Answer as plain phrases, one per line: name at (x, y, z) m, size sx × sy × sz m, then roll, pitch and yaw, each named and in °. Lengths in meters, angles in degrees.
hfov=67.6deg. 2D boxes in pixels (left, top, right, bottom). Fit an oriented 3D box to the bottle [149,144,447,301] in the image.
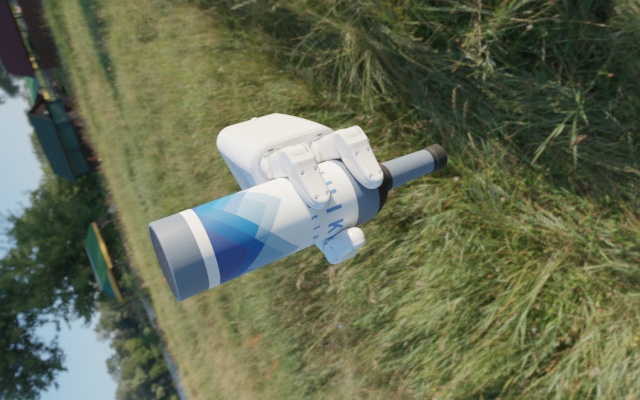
bottle at (0.000, 0.002, 0.440) m, size 0.295 × 0.069 × 0.069 m, roll -21°, pitch 9°, yaw -25°
